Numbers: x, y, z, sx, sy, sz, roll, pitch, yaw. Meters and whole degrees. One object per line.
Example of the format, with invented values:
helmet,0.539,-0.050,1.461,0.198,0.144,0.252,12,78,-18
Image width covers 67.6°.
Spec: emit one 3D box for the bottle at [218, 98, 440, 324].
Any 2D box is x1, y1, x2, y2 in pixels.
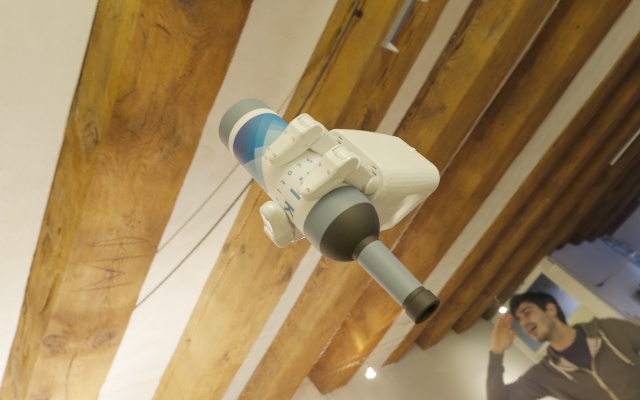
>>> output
bottle,0.000,0.001,0.462,0.069,0.069,0.295,0,37,-47
